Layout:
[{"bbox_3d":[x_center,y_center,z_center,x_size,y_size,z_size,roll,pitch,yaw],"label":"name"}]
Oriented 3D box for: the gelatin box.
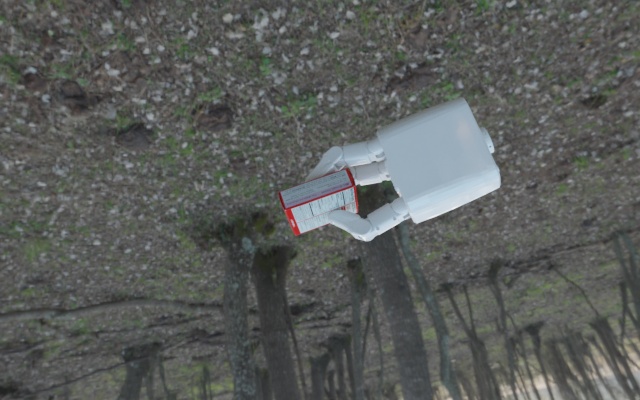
[{"bbox_3d":[0.000,0.002,0.577,0.089,0.030,0.073,-20,-28,-3],"label":"gelatin box"}]
